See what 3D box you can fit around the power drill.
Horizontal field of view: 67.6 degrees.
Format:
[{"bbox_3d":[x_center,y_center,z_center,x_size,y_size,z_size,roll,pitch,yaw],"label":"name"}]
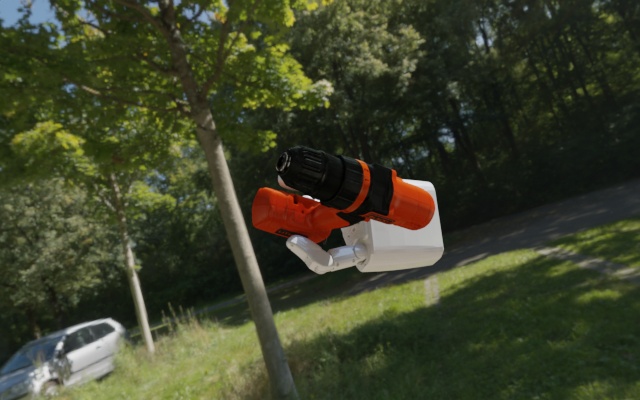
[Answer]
[{"bbox_3d":[0.000,0.002,0.521,0.184,0.057,0.187,20,-19,-31],"label":"power drill"}]
